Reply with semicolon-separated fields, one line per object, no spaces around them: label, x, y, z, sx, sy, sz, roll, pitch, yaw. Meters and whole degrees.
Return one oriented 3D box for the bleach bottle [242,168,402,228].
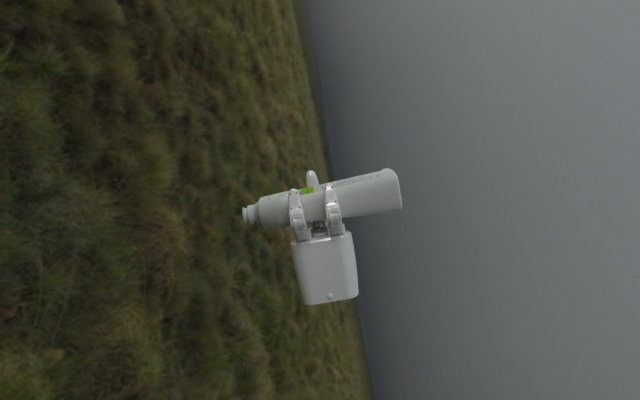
bleach bottle;0.000;0.003;0.780;0.251;0.068;0.102;-10;8;2
